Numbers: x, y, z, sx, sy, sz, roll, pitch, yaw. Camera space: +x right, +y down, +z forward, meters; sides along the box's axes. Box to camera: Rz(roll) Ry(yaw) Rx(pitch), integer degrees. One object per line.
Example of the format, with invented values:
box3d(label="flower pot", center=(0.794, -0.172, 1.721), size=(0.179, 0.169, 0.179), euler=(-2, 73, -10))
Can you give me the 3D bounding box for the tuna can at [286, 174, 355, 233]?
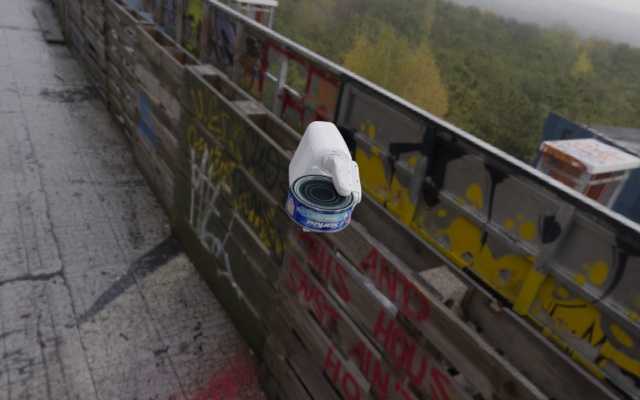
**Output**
box3d(label="tuna can", center=(0.000, 0.002, 0.613), size=(0.086, 0.034, 0.086), euler=(9, 34, -6))
